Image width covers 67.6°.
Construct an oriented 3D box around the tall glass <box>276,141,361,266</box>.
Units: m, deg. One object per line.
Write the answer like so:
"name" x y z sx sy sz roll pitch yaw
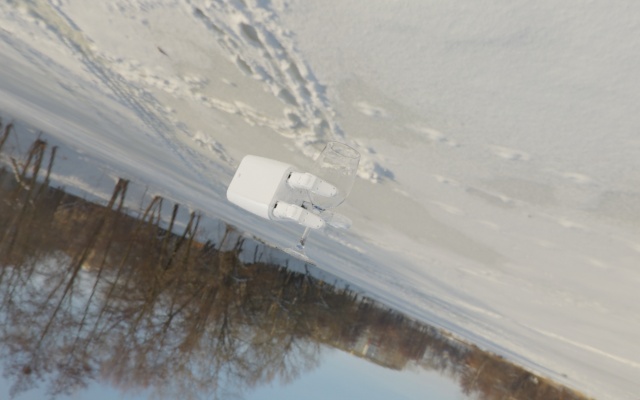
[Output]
"tall glass" 0.000 0.003 0.797 0.079 0.201 0.079 24 -9 4
